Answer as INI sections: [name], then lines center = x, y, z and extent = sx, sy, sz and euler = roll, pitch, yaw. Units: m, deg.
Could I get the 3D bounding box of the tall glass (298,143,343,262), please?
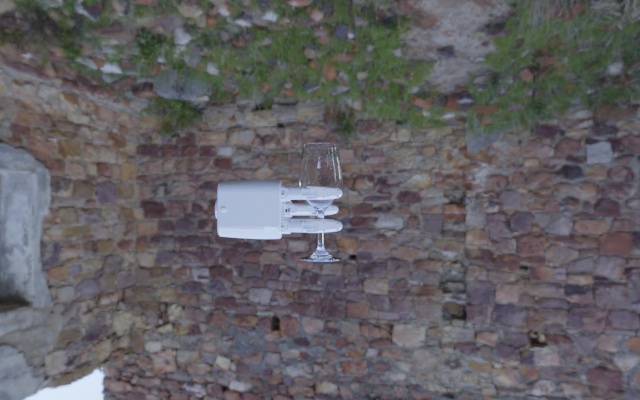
[tall glass]
center = 0.000, 0.003, 0.833
extent = 0.079, 0.201, 0.079
euler = 0, -1, 0
